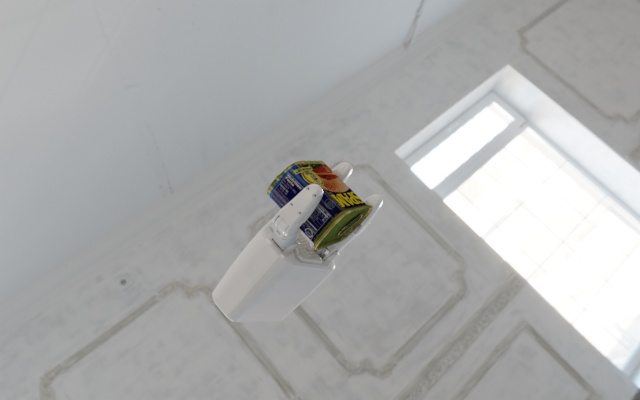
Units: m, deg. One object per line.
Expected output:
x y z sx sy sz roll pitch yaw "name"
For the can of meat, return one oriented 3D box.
0.000 0.001 0.535 0.084 0.057 0.102 45 20 15 "can of meat"
